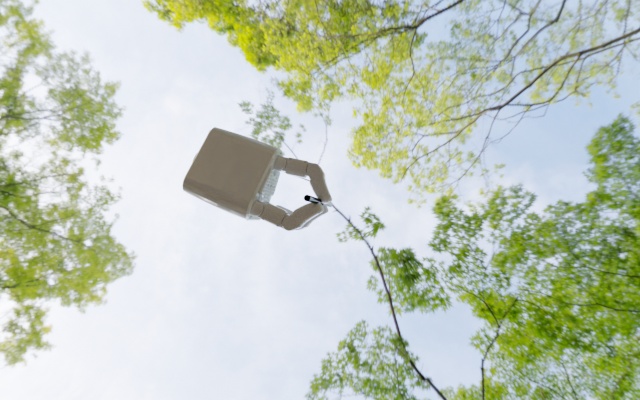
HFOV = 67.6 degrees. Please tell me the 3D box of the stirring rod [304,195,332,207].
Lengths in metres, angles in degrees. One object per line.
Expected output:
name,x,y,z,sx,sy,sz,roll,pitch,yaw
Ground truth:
stirring rod,0.000,0.002,0.686,0.011,0.011,0.239,0,-2,8
